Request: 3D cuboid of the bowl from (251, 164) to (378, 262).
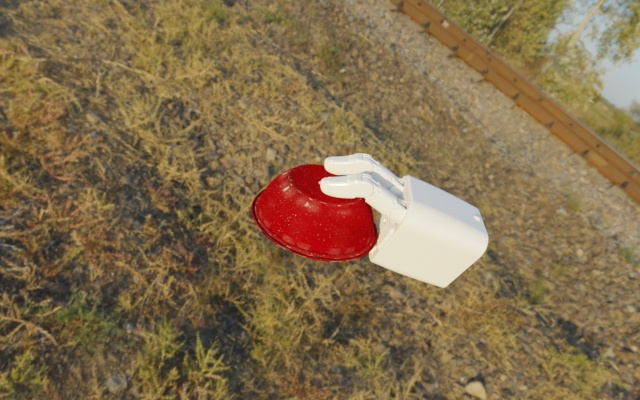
[{"bbox_3d":[-0.001,0.001,0.578,0.162,0.055,0.162,12,31,-7],"label":"bowl"}]
